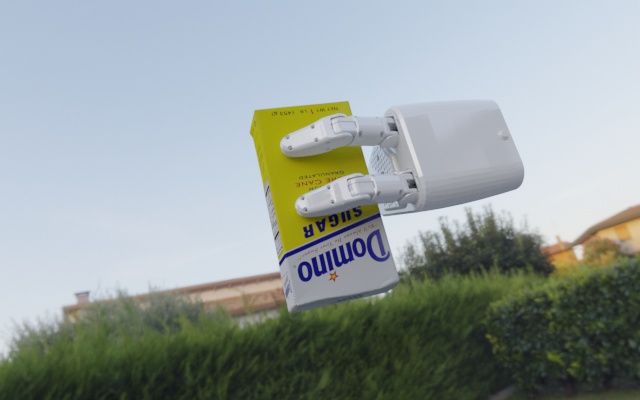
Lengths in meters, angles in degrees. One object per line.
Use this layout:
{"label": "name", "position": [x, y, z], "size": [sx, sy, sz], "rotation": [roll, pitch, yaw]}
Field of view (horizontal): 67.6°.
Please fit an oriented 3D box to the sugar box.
{"label": "sugar box", "position": [0.000, 0.001, 0.421], "size": [0.093, 0.176, 0.048], "rotation": [-10, -20, -16]}
